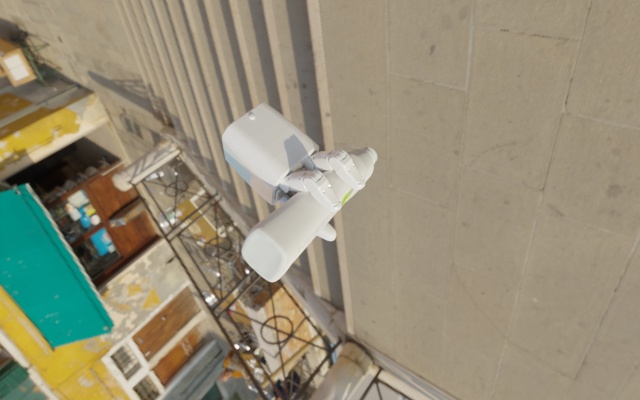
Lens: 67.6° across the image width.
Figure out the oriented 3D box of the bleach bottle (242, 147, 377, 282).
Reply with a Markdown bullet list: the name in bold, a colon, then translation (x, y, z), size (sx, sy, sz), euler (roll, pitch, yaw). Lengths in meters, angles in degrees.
- **bleach bottle**: translation (0.000, 0.002, 0.685), size (0.250, 0.068, 0.103), euler (-43, -8, -35)
